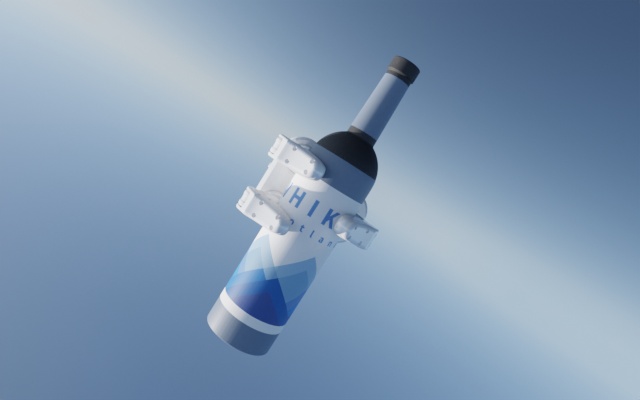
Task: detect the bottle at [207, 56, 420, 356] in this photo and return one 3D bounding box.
[{"bbox_3d":[0.000,0.002,0.440,0.069,0.296,0.069,32,4,-3],"label":"bottle"}]
